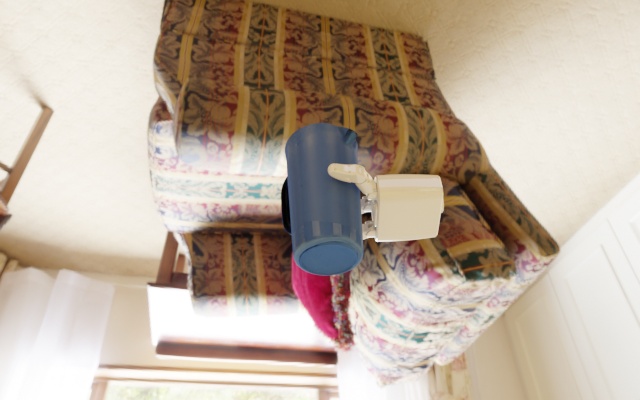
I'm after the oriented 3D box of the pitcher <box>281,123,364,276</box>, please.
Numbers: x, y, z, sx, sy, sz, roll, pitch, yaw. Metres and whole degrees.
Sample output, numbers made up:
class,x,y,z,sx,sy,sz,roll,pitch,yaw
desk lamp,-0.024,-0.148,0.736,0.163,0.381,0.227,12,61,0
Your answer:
class,x,y,z,sx,sy,sz,roll,pitch,yaw
pitcher,0.000,0.003,0.802,0.145,0.242,0.149,-2,-39,-1
